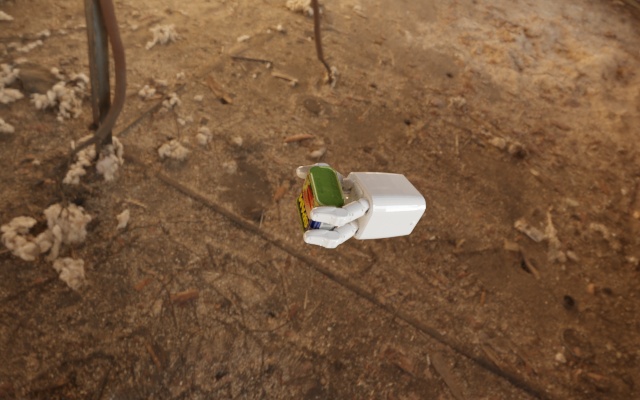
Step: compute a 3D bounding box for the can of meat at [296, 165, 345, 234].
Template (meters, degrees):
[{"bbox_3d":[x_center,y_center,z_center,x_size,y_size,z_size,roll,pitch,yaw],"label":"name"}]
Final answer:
[{"bbox_3d":[0.000,0.002,0.816,0.057,0.102,0.084,2,-42,-19],"label":"can of meat"}]
